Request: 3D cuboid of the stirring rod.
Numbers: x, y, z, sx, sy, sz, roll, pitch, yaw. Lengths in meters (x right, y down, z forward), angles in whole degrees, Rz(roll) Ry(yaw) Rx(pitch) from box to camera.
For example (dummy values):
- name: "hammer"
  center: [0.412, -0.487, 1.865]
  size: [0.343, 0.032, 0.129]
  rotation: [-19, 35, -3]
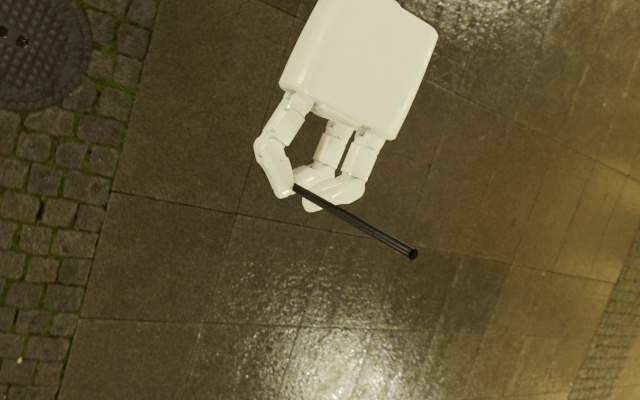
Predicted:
- name: "stirring rod"
  center: [0.000, 0.001, 0.406]
  size: [0.011, 0.011, 0.239]
  rotation: [0, 16, -31]
